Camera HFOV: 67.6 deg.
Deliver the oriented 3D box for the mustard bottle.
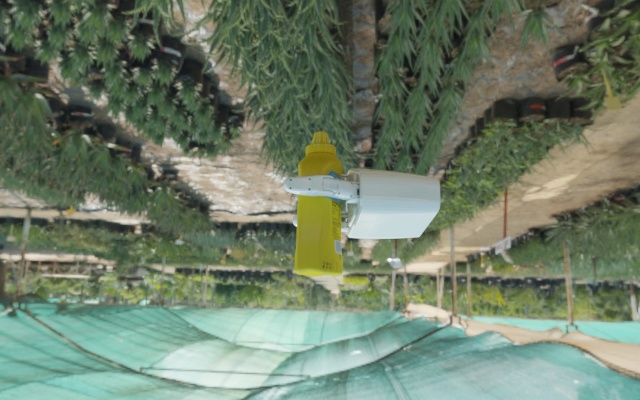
[{"bbox_3d":[0.000,0.002,0.630,0.058,0.191,0.096,-2,-12,17],"label":"mustard bottle"}]
